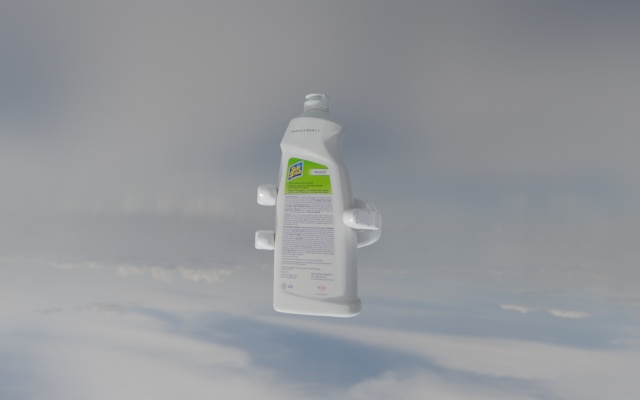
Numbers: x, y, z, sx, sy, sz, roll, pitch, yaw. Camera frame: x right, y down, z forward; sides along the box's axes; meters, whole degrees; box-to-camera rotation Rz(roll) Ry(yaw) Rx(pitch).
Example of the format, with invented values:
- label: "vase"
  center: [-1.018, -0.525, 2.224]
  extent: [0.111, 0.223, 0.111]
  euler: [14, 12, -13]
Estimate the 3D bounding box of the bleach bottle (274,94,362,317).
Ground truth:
- label: "bleach bottle"
  center: [0.000, 0.002, 0.554]
  extent: [0.102, 0.251, 0.068]
  euler: [1, -5, 14]
